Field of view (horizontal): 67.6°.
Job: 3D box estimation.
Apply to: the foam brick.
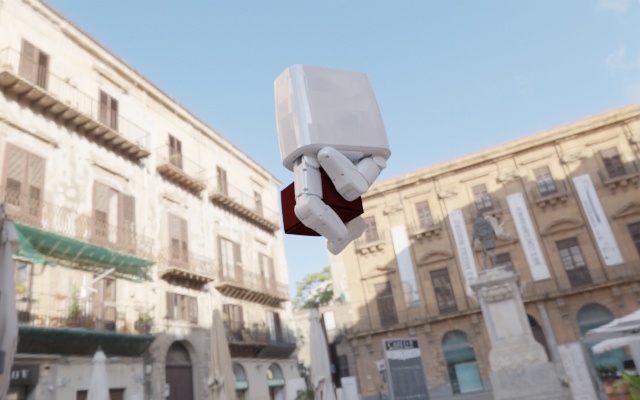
[{"bbox_3d":[0.000,0.002,0.517,0.053,0.051,0.078,10,-29,-39],"label":"foam brick"}]
